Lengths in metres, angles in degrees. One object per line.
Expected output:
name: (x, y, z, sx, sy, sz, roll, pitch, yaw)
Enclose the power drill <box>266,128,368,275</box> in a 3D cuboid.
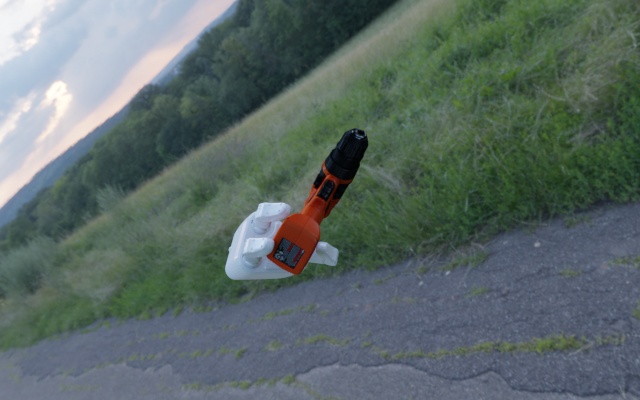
power drill: (0.000, 0.003, 0.685, 0.057, 0.184, 0.187, 30, 45, 3)
